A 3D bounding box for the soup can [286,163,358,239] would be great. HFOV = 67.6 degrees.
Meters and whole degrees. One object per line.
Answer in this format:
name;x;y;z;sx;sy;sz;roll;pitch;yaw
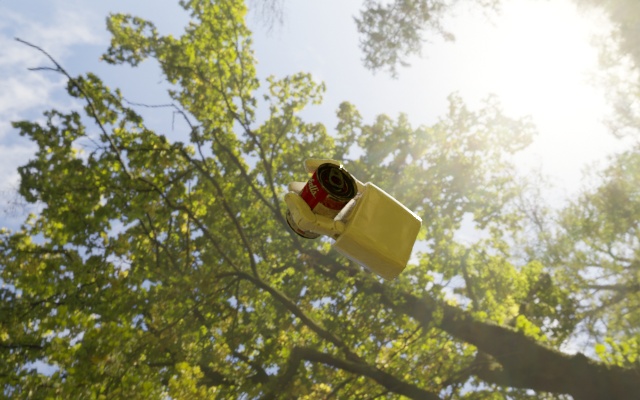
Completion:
soup can;0.000;0.002;0.709;0.068;0.068;0.102;0;-37;-38
